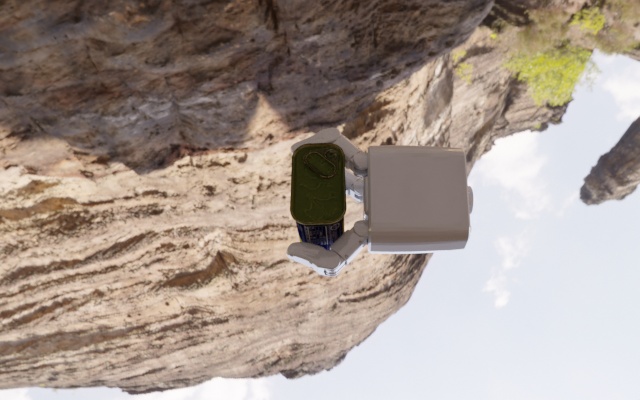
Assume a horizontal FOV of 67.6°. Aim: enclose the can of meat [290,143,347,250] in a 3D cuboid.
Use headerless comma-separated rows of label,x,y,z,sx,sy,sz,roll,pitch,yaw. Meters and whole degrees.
can of meat,0.000,0.002,0.530,0.057,0.102,0.084,-2,-32,3
